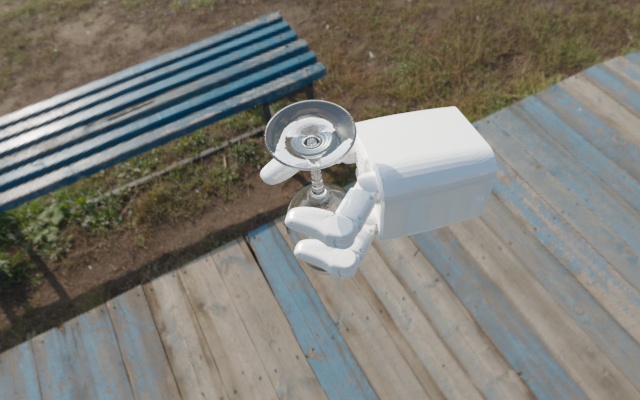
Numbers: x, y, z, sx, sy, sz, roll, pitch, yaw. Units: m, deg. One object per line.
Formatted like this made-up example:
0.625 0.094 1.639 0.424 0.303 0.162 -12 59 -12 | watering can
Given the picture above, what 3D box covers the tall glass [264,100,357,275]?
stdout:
0.000 0.001 0.463 0.079 0.079 0.201 0 -34 5 | tall glass
